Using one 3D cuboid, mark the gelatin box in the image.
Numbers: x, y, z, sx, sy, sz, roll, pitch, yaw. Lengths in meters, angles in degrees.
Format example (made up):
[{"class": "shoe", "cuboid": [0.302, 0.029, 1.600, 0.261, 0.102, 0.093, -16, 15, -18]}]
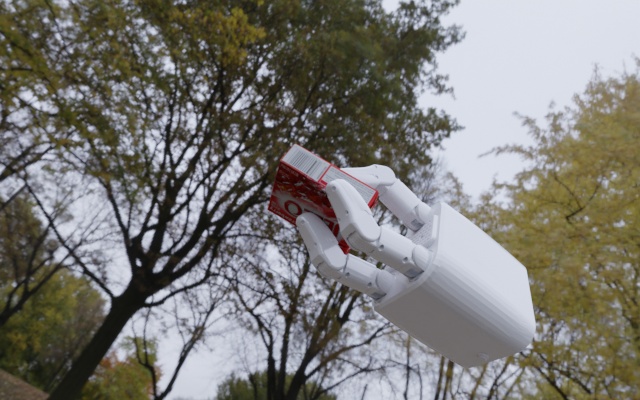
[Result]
[{"class": "gelatin box", "cuboid": [0.000, 0.001, 0.432, 0.089, 0.030, 0.073, 31, -39, 7]}]
